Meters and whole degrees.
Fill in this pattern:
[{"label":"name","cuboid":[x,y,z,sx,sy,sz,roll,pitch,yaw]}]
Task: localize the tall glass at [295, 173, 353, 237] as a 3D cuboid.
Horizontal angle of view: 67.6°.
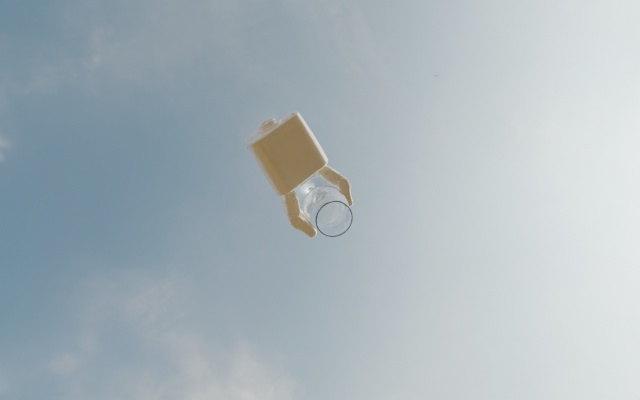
[{"label":"tall glass","cuboid":[0.000,0.003,0.859,0.079,0.079,0.201,0,16,-14]}]
